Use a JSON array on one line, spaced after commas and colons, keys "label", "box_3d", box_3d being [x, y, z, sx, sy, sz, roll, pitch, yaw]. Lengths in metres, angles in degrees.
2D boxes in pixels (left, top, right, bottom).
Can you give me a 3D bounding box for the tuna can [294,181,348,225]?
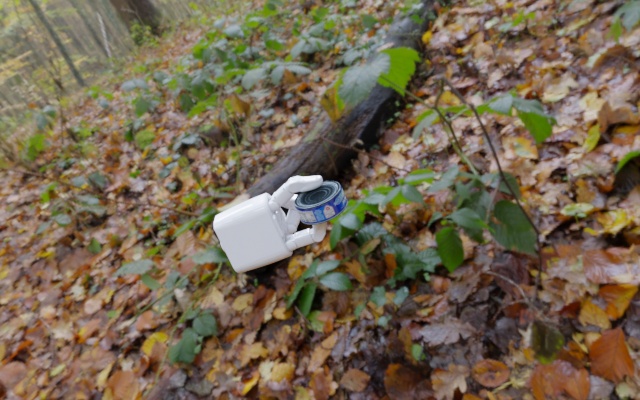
[{"label": "tuna can", "box_3d": [0.000, 0.002, 0.798, 0.086, 0.034, 0.086, -19, 26, 10]}]
